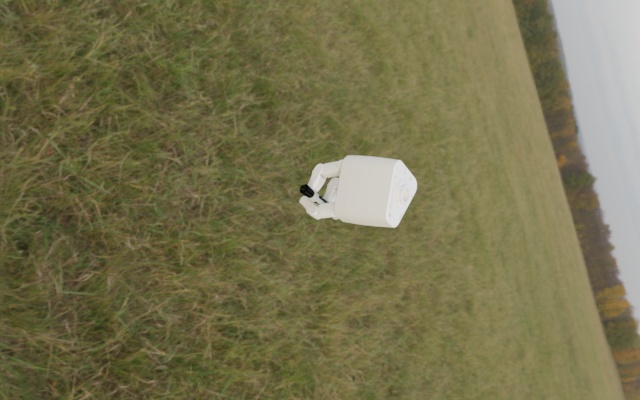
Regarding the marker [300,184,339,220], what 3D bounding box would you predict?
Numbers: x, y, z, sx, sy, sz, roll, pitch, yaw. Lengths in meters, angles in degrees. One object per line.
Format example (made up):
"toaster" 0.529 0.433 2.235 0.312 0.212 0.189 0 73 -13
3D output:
"marker" 0.000 0.003 0.874 0.020 0.020 0.121 0 -25 35
